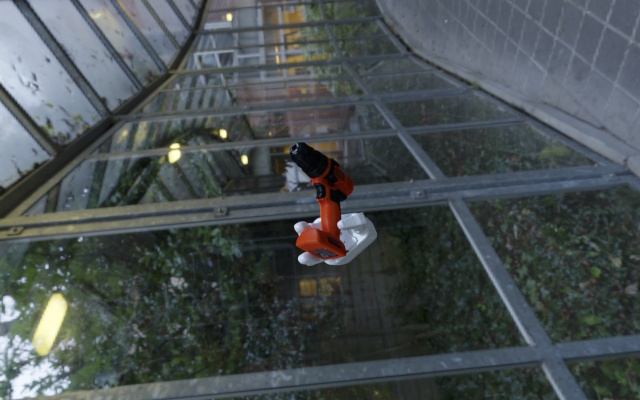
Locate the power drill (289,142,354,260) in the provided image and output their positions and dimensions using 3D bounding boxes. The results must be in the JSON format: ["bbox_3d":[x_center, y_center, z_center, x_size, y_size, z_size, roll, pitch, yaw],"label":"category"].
[{"bbox_3d":[0.000,0.003,0.882,0.057,0.187,0.184,-12,-30,34],"label":"power drill"}]
